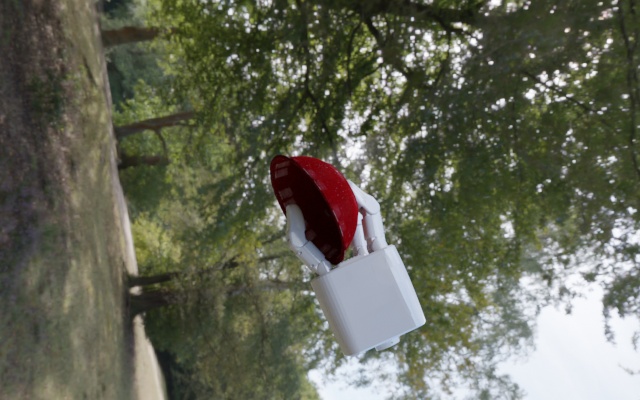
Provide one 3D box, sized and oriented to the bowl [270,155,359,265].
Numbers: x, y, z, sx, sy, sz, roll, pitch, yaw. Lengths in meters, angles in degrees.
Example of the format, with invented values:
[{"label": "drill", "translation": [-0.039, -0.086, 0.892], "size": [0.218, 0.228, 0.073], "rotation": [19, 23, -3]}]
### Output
[{"label": "bowl", "translation": [0.000, 0.001, 0.626], "size": [0.055, 0.162, 0.162], "rotation": [-32, 13, -23]}]
